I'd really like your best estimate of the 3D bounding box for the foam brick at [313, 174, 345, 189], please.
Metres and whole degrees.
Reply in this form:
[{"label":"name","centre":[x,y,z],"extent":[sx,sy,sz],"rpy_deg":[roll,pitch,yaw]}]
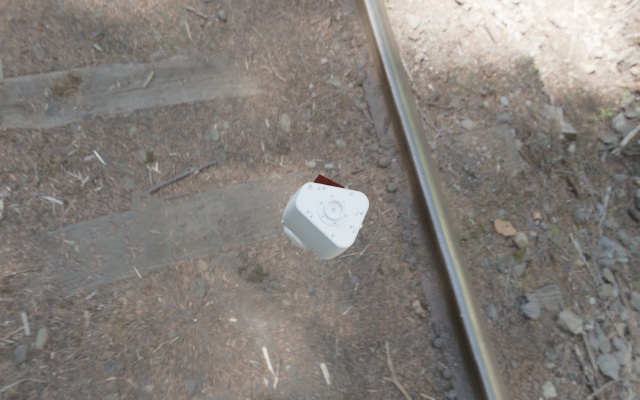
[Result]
[{"label":"foam brick","centre":[0.000,0.002,0.843],"extent":[0.053,0.078,0.051],"rpy_deg":[27,-19,-5]}]
